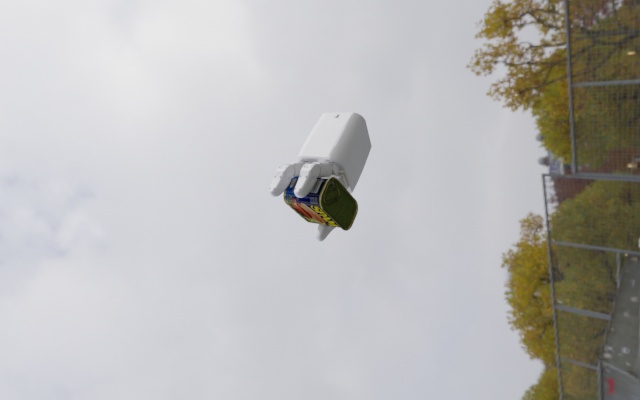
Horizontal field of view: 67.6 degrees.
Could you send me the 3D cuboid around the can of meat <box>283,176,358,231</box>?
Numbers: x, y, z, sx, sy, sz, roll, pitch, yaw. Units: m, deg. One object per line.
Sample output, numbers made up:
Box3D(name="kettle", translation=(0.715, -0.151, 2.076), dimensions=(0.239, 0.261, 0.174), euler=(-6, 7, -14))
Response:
Box3D(name="can of meat", translation=(0.000, 0.003, 0.792), dimensions=(0.084, 0.057, 0.102), euler=(7, -26, 39))
